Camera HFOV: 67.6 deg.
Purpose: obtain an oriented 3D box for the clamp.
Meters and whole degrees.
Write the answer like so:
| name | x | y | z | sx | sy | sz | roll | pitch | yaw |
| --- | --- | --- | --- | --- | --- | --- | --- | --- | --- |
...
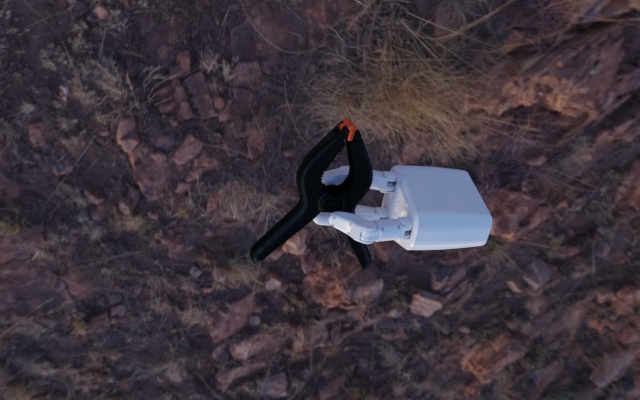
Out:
| name | x | y | z | sx | sy | sz | roll | pitch | yaw |
| --- | --- | --- | --- | --- | --- | --- | --- | --- | --- |
| clamp | 0.001 | 0.002 | 0.587 | 0.164 | 0.210 | 0.036 | 0 | 30 | -16 |
